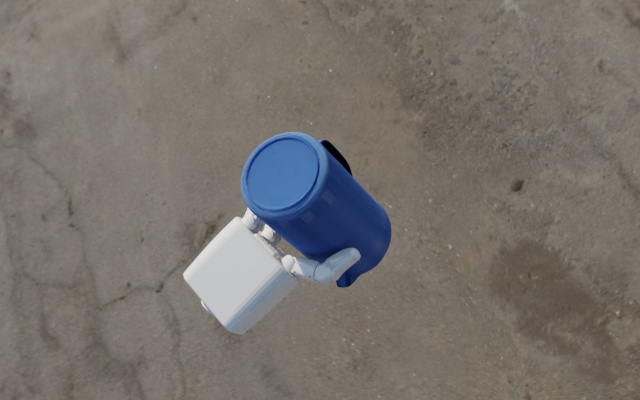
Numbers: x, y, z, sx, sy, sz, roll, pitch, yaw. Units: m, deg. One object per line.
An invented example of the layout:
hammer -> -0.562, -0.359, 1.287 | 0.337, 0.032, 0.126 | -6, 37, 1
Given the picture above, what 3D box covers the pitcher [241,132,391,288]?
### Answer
pitcher -> 0.000, 0.002, 0.625 | 0.149, 0.145, 0.243 | 44, 0, 30
